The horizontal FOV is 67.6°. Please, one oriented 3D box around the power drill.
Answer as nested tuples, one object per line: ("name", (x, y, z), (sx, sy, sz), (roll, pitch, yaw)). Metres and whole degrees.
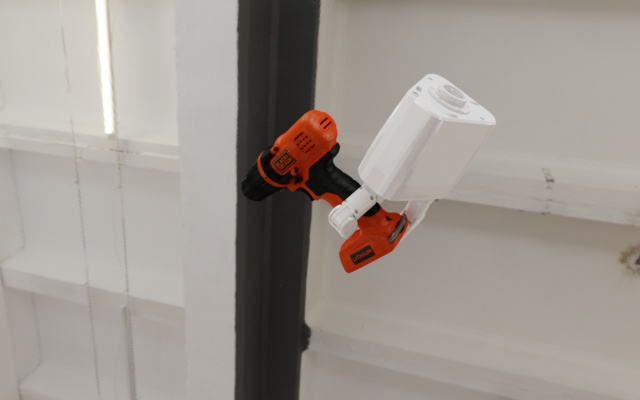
("power drill", (0.001, 0.002, 0.589), (0.184, 0.187, 0.057), (-36, 12, 48))
